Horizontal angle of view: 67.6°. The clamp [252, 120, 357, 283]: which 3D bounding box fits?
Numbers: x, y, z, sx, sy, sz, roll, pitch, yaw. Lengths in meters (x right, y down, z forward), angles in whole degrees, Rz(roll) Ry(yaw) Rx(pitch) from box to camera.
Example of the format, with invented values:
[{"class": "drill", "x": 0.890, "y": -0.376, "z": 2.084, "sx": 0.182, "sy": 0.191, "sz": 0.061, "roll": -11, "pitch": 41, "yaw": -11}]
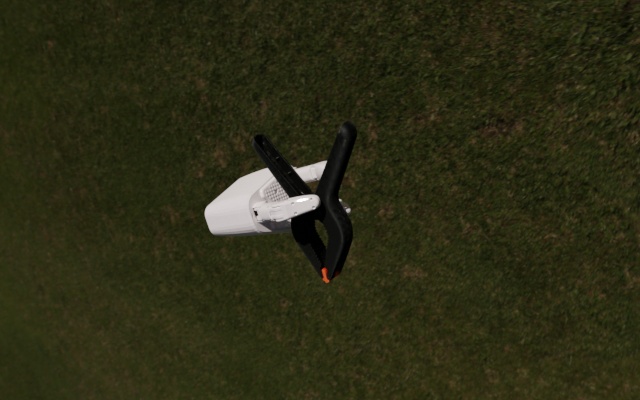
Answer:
[{"class": "clamp", "x": 0.000, "y": 0.003, "z": 0.601, "sx": 0.164, "sy": 0.210, "sz": 0.036, "roll": -9, "pitch": 12, "yaw": 44}]
